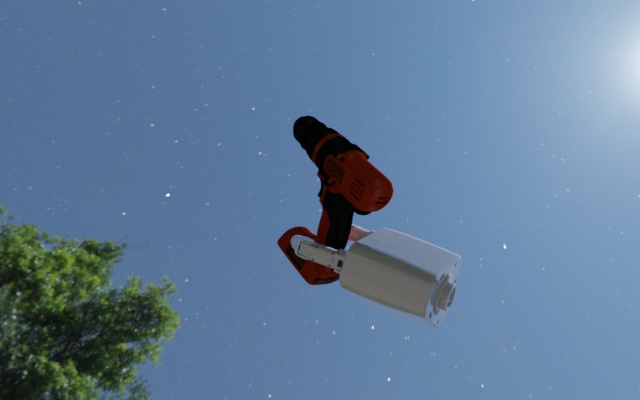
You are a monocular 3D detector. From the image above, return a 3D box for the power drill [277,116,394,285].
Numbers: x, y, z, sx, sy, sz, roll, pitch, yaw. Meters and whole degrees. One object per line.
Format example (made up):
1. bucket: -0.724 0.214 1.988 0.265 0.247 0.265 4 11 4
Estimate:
1. power drill: 0.000 0.003 0.630 0.057 0.188 0.184 -6 39 -36
